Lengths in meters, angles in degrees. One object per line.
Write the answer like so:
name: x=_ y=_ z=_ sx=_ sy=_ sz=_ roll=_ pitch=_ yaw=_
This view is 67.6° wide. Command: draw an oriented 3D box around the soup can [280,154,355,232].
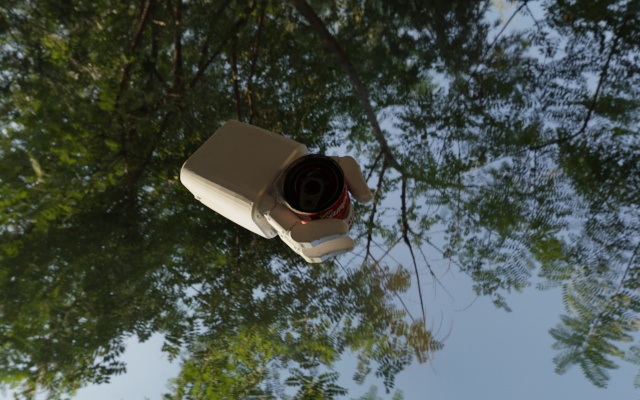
soup can: x=0.001 y=0.002 z=0.534 sx=0.068 sy=0.068 sz=0.102 roll=0 pitch=-23 yaw=11
